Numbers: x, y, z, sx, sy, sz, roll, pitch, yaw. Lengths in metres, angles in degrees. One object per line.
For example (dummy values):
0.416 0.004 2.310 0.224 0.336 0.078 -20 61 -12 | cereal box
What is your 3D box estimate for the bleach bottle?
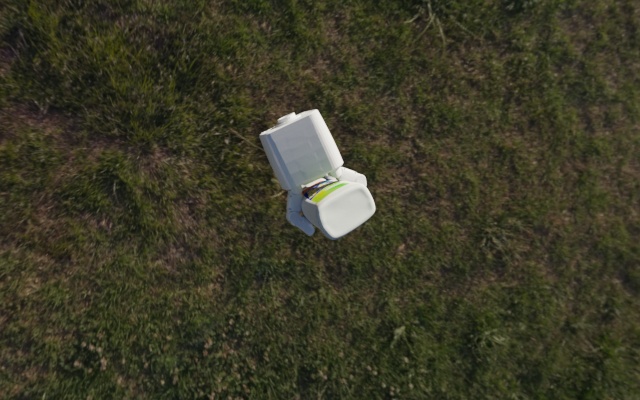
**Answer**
0.000 0.003 0.864 0.102 0.068 0.251 -31 16 -15 | bleach bottle
